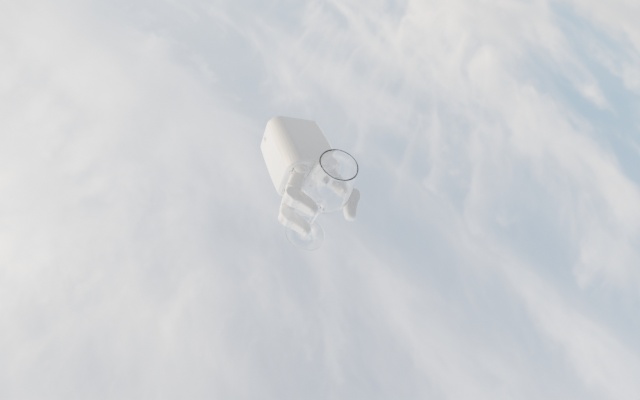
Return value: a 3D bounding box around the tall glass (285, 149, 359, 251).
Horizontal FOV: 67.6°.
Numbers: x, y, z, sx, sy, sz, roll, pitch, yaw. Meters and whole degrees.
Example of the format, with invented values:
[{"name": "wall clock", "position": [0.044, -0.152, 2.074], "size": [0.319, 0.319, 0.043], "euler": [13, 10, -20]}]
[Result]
[{"name": "tall glass", "position": [0.000, 0.003, 0.792], "size": [0.079, 0.079, 0.201], "euler": [0, -35, -20]}]
